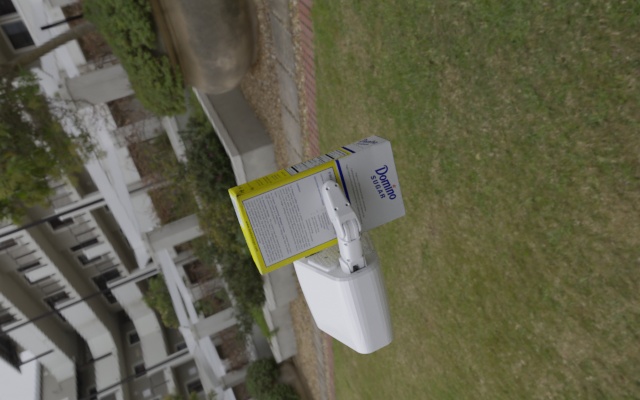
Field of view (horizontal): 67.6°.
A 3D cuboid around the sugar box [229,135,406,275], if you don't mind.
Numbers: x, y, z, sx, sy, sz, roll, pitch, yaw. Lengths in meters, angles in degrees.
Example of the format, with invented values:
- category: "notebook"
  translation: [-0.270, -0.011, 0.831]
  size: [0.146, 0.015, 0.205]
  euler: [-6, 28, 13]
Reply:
- category: "sugar box"
  translation: [0.000, 0.002, 0.519]
  size: [0.176, 0.093, 0.048]
  euler: [-22, 22, -15]
